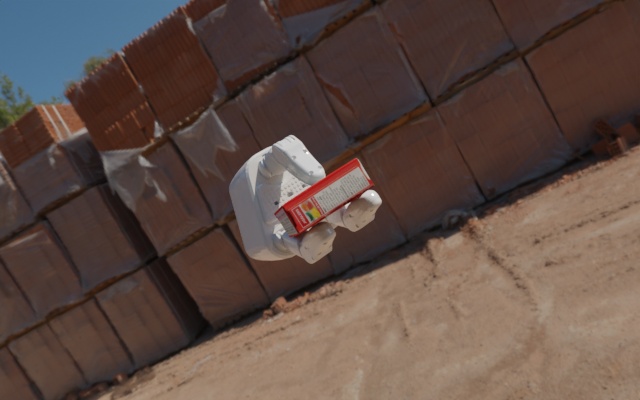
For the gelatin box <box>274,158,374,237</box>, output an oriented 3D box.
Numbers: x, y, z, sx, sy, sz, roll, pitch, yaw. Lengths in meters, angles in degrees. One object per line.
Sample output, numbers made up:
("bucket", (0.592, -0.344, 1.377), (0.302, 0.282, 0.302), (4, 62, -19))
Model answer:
("gelatin box", (0.000, 0.001, 0.416), (0.073, 0.030, 0.089), (-32, -1, -11))
